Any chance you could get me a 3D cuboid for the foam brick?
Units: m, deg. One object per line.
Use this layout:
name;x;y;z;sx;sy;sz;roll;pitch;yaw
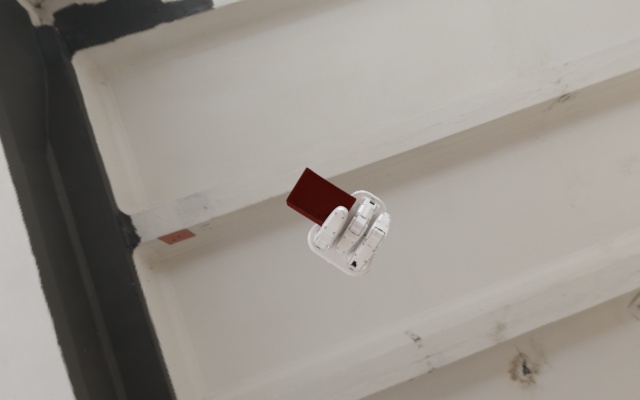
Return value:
foam brick;0.000;0.002;0.629;0.078;0.053;0.051;33;-7;2
